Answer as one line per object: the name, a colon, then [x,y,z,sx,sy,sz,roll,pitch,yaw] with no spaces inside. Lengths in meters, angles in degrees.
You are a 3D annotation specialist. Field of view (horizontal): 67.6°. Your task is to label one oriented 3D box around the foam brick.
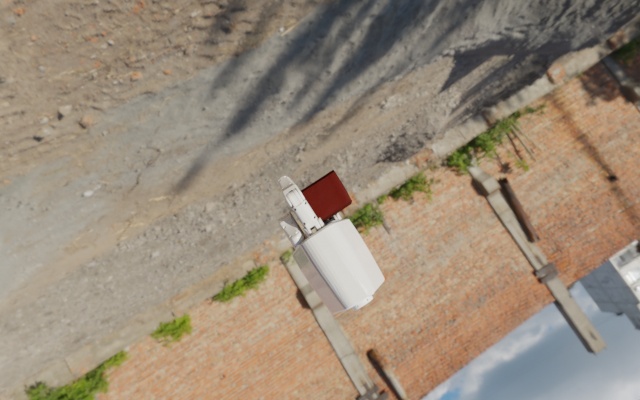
foam brick: [0.000,0.002,0.677,0.078,0.051,0.053,-33,-7,-2]
